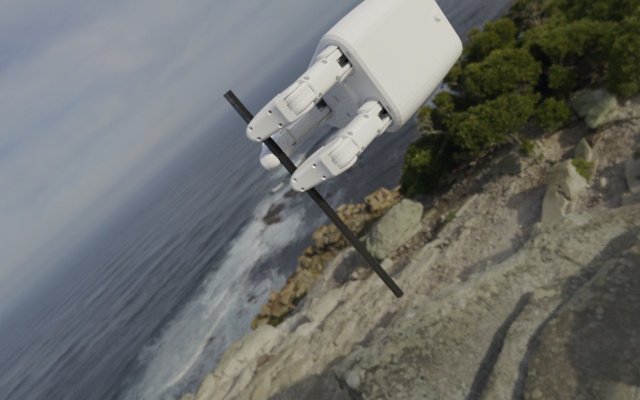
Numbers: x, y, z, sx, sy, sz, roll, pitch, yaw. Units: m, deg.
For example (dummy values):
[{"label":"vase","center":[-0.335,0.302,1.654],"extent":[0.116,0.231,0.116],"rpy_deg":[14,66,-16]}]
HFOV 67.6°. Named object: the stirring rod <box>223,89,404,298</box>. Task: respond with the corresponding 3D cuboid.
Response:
[{"label":"stirring rod","center":[0.000,0.001,0.416],"extent":[0.011,0.239,0.011],"rpy_deg":[-37,17,13]}]
